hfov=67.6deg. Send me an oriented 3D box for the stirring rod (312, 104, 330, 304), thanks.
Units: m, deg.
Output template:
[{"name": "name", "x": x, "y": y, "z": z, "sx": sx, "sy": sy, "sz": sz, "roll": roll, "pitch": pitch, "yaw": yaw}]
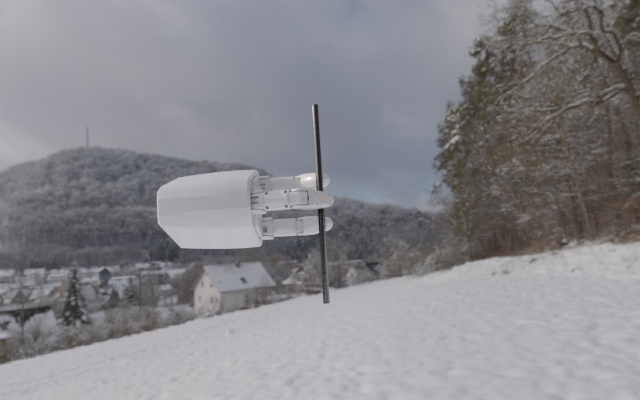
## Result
[{"name": "stirring rod", "x": 0.000, "y": 0.002, "z": 0.575, "sx": 0.011, "sy": 0.239, "sz": 0.011, "roll": -3, "pitch": -6, "yaw": 0}]
